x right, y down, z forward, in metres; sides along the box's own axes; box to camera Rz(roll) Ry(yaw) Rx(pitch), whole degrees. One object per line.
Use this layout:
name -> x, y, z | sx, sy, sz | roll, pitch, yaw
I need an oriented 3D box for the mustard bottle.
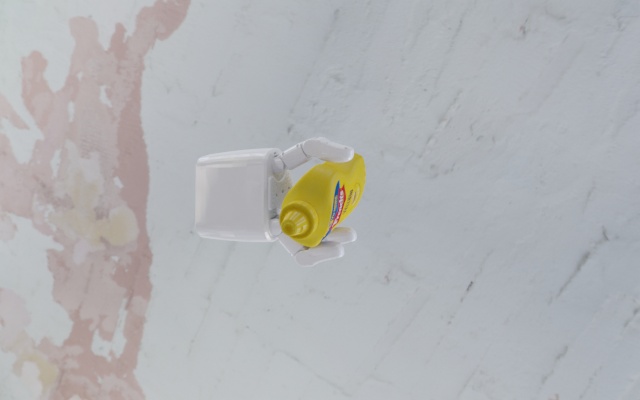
mustard bottle -> 0.001, 0.002, 0.567 | 0.058, 0.096, 0.191 | 23, 22, 14
